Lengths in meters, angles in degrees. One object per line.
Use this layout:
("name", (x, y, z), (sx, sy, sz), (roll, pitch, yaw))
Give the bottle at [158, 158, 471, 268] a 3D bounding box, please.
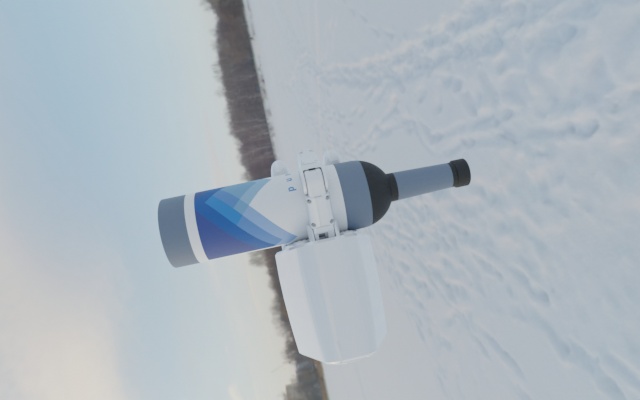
("bottle", (0.000, 0.001, 0.463), (0.296, 0.069, 0.069), (-12, 1, -4))
